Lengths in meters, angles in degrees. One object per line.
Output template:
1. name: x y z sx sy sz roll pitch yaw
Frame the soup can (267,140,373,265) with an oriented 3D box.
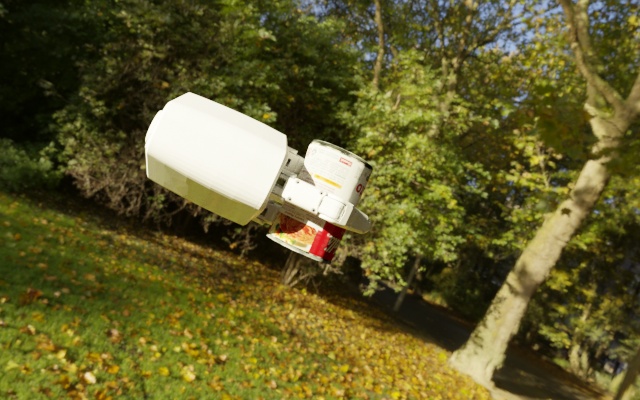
1. soup can: 0.001 0.001 0.461 0.068 0.102 0.068 25 -2 1
